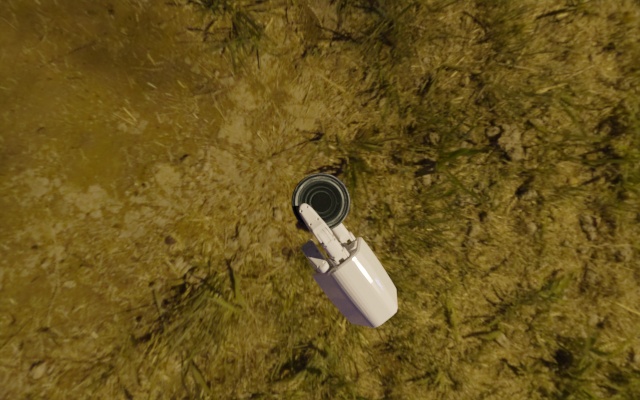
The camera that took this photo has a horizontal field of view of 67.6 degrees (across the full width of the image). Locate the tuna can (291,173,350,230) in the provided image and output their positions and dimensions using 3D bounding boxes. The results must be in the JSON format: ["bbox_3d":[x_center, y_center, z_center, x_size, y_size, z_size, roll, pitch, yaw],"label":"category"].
[{"bbox_3d":[0.000,0.002,0.696,0.086,0.086,0.034,0,0,-2],"label":"tuna can"}]
